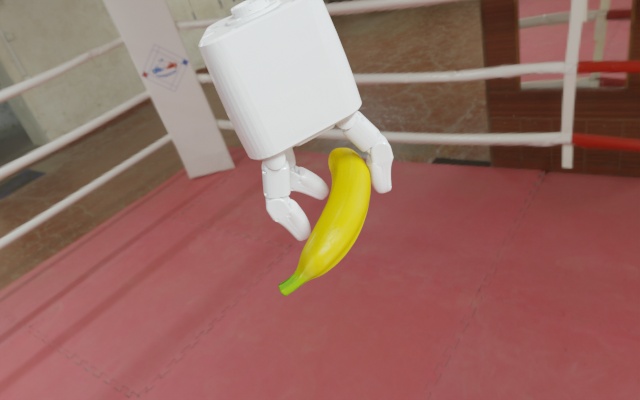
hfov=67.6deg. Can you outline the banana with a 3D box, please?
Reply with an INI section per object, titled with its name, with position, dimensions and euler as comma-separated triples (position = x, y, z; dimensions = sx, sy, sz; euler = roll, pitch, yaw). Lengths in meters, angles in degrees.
[banana]
position = 0.015, 0.000, 0.447
dimensions = 0.069, 0.037, 0.197
euler = -12, 34, 29
